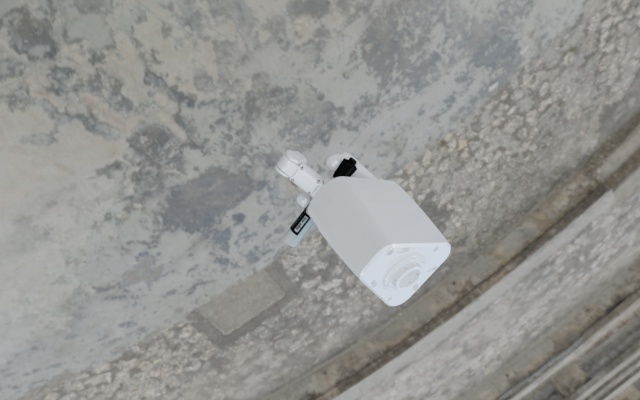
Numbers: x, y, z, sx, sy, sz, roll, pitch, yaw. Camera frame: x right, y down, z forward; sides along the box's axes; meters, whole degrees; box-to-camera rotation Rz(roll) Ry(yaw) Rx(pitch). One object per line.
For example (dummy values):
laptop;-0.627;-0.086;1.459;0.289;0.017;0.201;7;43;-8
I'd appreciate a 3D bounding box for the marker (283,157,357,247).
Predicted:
marker;0.000;0.002;0.528;0.020;0.121;0.020;35;17;-12
